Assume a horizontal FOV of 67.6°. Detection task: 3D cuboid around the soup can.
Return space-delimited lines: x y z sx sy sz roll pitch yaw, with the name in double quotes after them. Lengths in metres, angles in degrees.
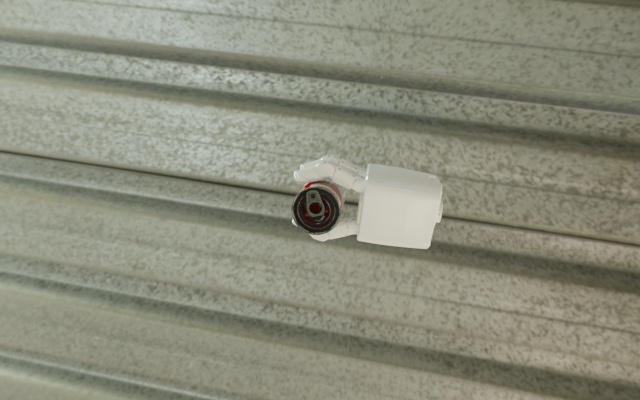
0.000 0.002 0.694 0.068 0.068 0.102 0 14 7 "soup can"
